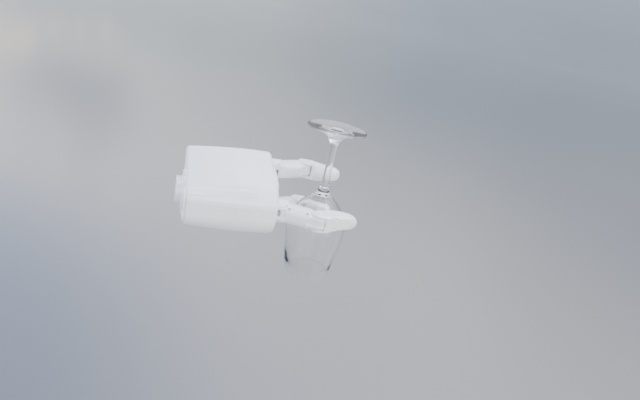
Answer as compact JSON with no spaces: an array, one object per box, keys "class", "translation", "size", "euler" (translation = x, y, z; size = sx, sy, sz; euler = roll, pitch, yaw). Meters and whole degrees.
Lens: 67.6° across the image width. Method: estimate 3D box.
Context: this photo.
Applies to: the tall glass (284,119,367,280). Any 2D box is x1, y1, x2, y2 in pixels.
[{"class":"tall glass","translation":[0.000,0.001,0.618],"size":[0.079,0.201,0.079],"euler":[11,21,-4]}]
